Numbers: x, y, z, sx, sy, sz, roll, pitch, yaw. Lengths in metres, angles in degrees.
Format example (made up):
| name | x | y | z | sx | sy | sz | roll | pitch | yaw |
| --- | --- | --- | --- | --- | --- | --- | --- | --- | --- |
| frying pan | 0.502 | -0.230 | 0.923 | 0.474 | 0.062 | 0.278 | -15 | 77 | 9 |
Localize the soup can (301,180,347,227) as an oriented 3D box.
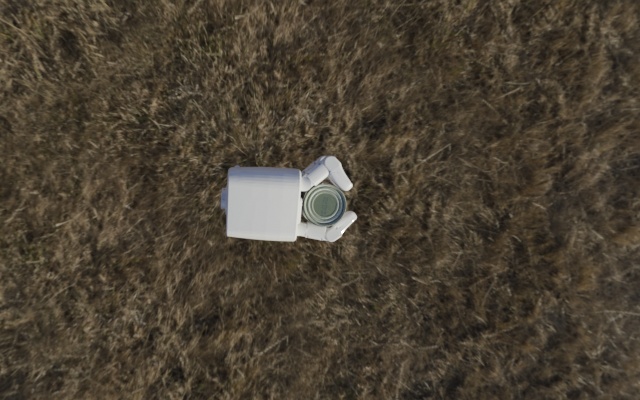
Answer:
| name | x | y | z | sx | sy | sz | roll | pitch | yaw |
| --- | --- | --- | --- | --- | --- | --- | --- | --- | --- |
| soup can | 0.001 | 0.003 | 0.755 | 0.068 | 0.068 | 0.102 | 0 | 5 | -8 |
